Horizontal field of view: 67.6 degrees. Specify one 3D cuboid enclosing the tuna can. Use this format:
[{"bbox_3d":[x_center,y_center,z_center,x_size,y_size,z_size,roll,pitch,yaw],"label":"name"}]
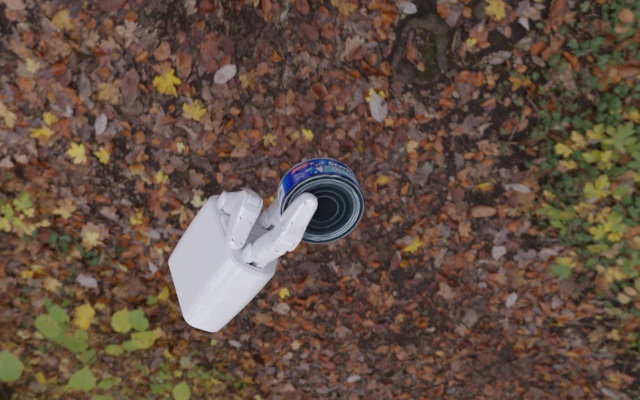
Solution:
[{"bbox_3d":[0.000,0.002,0.481,0.086,0.086,0.033,0,33,-12],"label":"tuna can"}]
